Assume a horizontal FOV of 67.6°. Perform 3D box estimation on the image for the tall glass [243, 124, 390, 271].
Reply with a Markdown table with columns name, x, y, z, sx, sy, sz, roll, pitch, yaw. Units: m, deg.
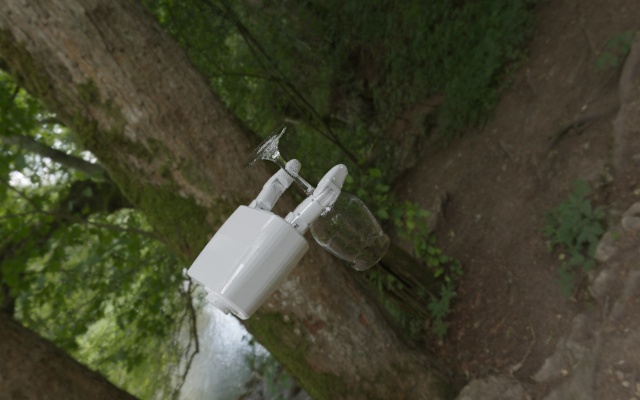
| name | x | y | z | sx | sy | sz | roll | pitch | yaw |
| --- | --- | --- | --- | --- | --- | --- | --- | --- | --- |
| tall glass | 0.000 | 0.001 | 0.600 | 0.201 | 0.079 | 0.079 | 45 | -16 | -16 |
